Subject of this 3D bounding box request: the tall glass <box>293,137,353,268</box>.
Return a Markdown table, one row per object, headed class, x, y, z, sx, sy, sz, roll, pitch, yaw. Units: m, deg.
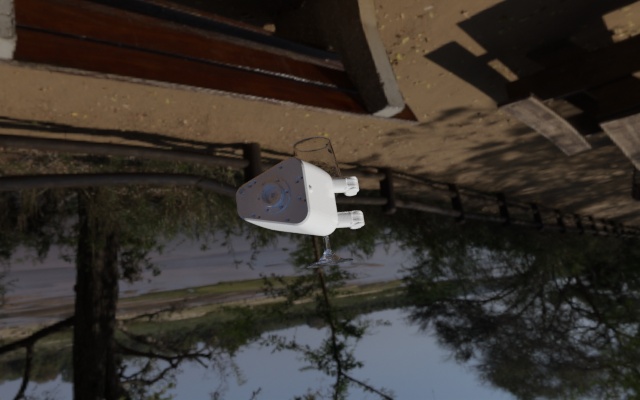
| class | x | y | z | sx | sy | sz | roll | pitch | yaw |
| --- | --- | --- | --- | --- | --- | --- | --- | --- | --- |
| tall glass | 0.000 | 0.003 | 0.765 | 0.079 | 0.201 | 0.079 | -8 | -12 | -2 |
